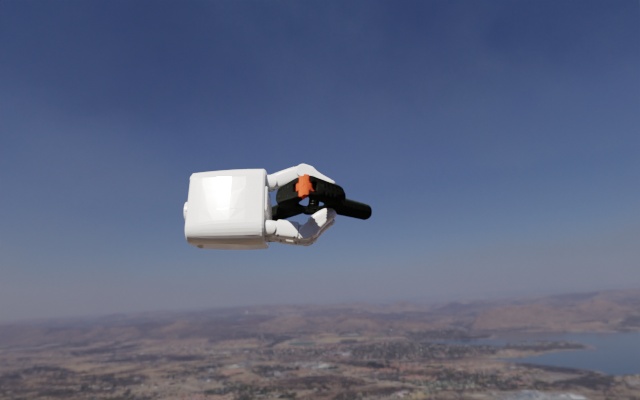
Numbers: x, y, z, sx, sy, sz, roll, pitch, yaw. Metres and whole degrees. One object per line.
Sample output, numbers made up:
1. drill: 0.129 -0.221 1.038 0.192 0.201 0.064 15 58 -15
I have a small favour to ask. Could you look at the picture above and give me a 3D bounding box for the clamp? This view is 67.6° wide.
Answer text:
1. clamp: 0.000 0.001 0.683 0.164 0.036 0.210 -1 -12 -1
